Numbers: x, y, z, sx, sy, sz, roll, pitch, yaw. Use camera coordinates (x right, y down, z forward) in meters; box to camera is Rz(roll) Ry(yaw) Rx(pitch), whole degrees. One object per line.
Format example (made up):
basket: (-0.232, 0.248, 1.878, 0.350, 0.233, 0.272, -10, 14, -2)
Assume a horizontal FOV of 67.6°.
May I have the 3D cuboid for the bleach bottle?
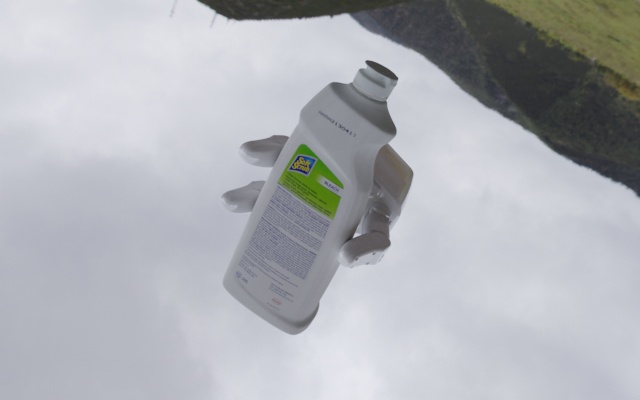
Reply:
bleach bottle: (0.000, 0.001, 0.420, 0.102, 0.251, 0.068, 32, 29, 5)
